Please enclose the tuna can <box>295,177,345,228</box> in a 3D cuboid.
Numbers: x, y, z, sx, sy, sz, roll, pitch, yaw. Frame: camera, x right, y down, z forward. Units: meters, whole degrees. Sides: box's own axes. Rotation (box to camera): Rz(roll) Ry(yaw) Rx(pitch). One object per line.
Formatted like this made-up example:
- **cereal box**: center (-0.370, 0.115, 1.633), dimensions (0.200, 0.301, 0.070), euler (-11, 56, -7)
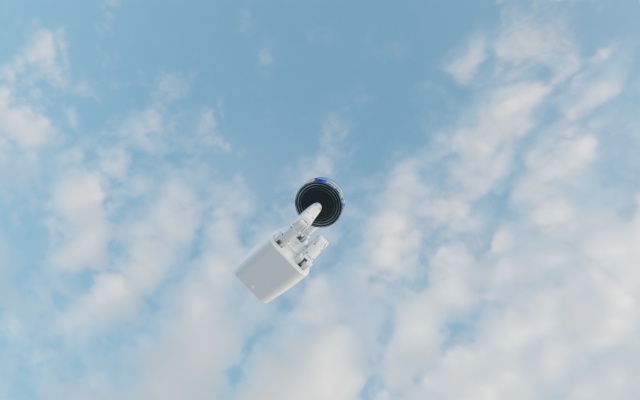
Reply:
- **tuna can**: center (0.000, 0.003, 0.848), dimensions (0.086, 0.086, 0.033), euler (0, 19, 16)
